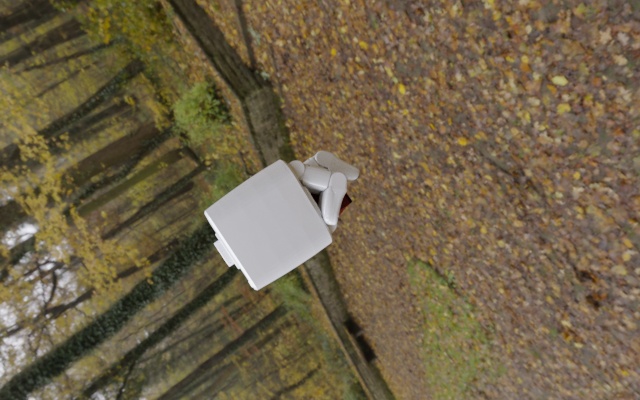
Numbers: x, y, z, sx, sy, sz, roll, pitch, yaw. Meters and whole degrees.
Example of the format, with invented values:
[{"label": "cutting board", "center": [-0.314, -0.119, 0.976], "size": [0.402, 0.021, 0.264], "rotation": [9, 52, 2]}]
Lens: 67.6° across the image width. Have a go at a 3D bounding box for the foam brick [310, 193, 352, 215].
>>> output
[{"label": "foam brick", "center": [0.000, 0.002, 0.628], "size": [0.051, 0.053, 0.078], "rotation": [-34, -6, -13]}]
